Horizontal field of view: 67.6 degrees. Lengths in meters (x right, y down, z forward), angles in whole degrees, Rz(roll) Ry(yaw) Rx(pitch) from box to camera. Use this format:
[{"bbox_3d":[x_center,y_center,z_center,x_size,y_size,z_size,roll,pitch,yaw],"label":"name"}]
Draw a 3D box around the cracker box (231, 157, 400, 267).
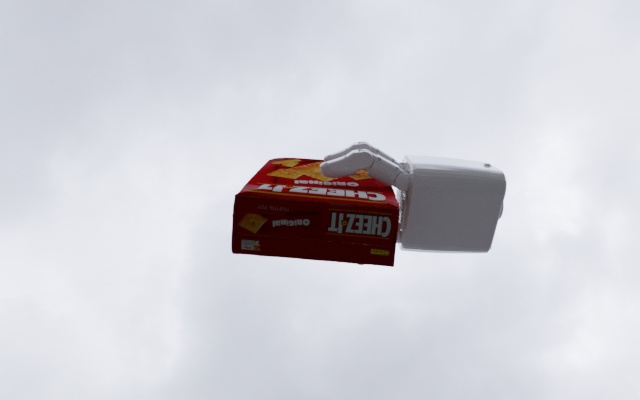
[{"bbox_3d":[0.000,0.002,0.564,0.164,0.072,0.213,4,14,2],"label":"cracker box"}]
